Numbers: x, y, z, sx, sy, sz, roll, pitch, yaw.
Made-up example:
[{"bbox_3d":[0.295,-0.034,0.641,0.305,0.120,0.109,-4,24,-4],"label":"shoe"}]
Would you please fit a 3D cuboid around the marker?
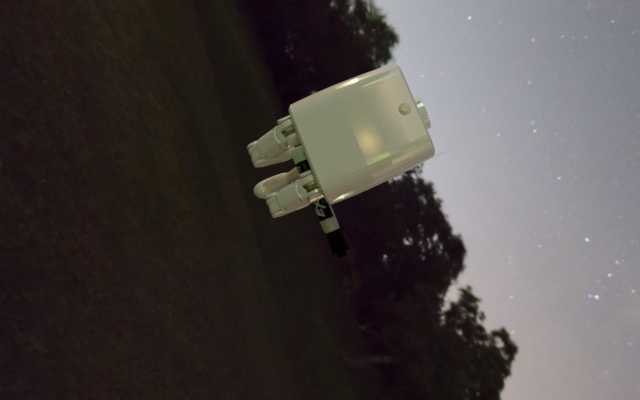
[{"bbox_3d":[0.000,0.002,0.488,0.020,0.121,0.020,-22,-5,-2],"label":"marker"}]
